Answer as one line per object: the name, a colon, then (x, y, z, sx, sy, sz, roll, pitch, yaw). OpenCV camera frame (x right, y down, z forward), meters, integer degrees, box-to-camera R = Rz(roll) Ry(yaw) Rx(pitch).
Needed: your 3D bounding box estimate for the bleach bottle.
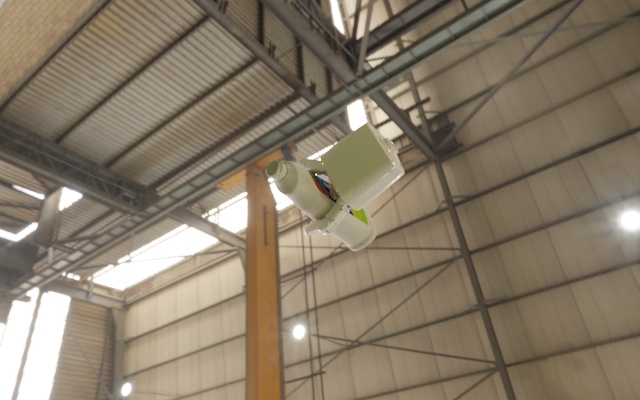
bleach bottle: (0.000, 0.003, 0.859, 0.068, 0.102, 0.251, -38, -43, 19)
